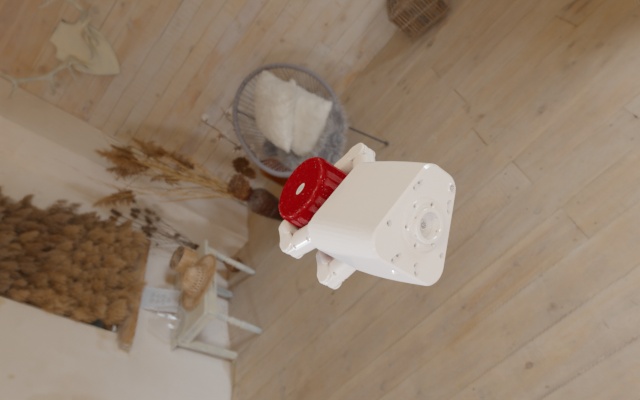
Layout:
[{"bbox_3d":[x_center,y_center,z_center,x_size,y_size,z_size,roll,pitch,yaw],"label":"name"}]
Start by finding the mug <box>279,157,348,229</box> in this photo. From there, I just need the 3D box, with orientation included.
[{"bbox_3d":[-0.001,0.002,0.565,0.081,0.093,0.117,31,-13,-29],"label":"mug"}]
